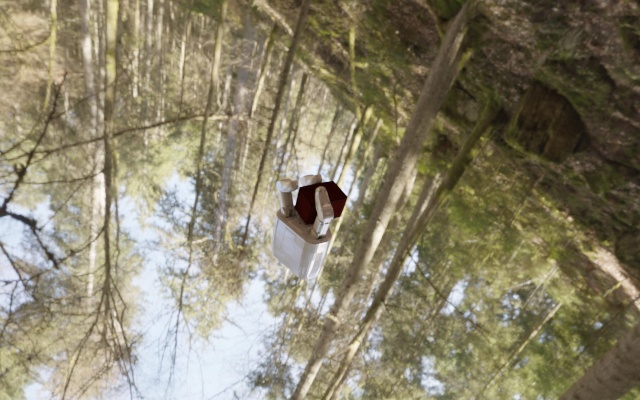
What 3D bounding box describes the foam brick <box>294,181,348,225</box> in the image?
[{"bbox_3d":[0.000,0.003,0.885,0.078,0.051,0.053,-11,45,-29],"label":"foam brick"}]
